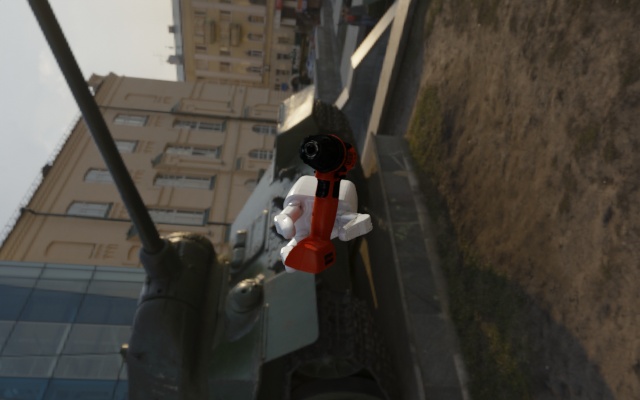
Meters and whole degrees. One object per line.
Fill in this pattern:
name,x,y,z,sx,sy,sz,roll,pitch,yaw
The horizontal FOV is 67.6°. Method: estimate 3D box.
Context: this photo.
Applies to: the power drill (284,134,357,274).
power drill,0.000,0.003,0.664,0.057,0.187,0.184,14,6,16
